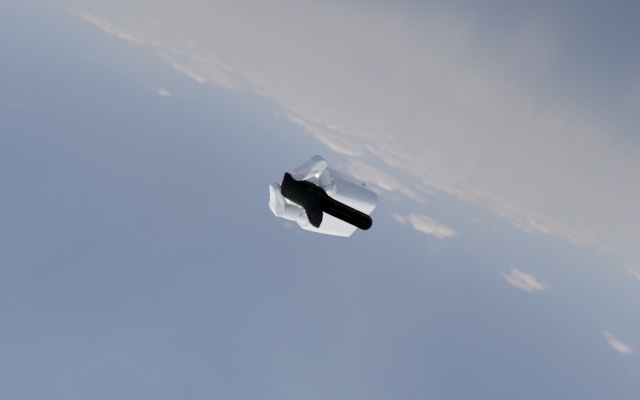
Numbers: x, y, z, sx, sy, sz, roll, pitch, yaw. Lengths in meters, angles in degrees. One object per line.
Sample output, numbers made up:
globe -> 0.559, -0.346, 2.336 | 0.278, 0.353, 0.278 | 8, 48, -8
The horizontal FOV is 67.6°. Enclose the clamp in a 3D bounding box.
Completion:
clamp -> 0.000, 0.003, 0.750 | 0.120, 0.039, 0.171 | 16, 17, -37
